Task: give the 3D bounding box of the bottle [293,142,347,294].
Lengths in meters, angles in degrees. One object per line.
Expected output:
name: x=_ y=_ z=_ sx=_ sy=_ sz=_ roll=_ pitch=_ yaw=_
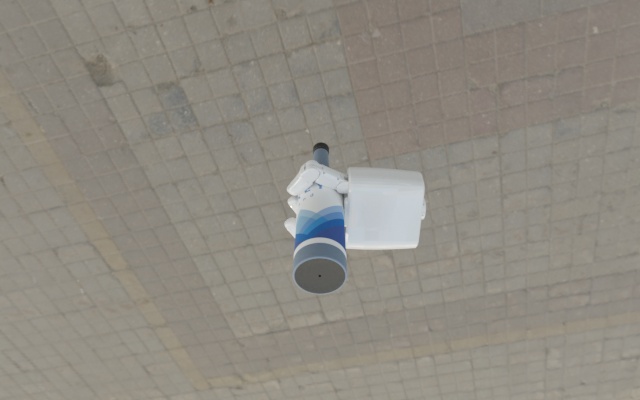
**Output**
bottle: x=0.000 y=0.002 z=0.693 sx=0.069 sy=0.069 sz=0.295 roll=0 pitch=38 yaw=0
